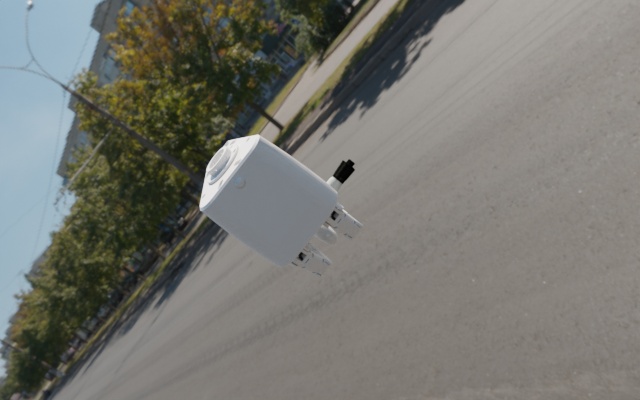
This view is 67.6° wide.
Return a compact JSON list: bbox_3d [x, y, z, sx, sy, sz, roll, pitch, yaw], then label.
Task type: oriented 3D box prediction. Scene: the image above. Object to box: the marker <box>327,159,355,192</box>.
[{"bbox_3d":[0.000,0.002,0.560,0.020,0.121,0.020,38,1,-1],"label":"marker"}]
